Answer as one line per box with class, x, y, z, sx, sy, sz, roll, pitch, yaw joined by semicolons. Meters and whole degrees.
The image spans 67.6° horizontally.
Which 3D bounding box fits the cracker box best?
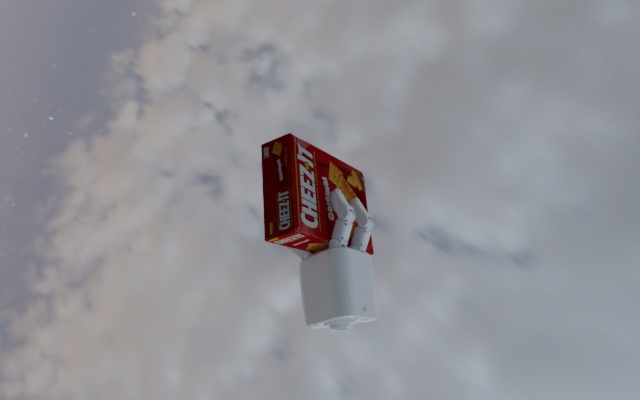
cracker box;0.000;0.003;0.798;0.072;0.164;0.214;-19;-26;32
